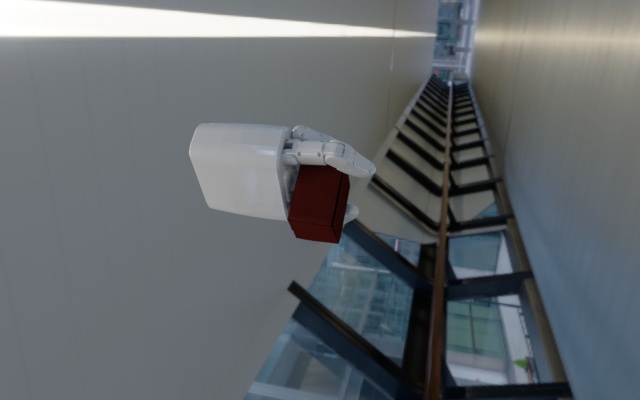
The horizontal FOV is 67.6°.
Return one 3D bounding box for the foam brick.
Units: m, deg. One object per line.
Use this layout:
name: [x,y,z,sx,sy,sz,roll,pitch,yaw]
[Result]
foam brick: [0.000,0.002,0.528,0.051,0.078,0.053,6,-26,12]
